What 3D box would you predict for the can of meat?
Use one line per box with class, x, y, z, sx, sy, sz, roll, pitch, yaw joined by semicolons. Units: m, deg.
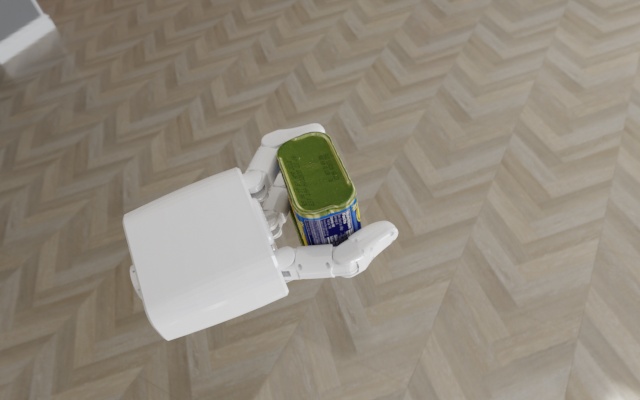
can of meat;0.000;0.001;0.424;0.057;0.102;0.084;-19;-42;-5
